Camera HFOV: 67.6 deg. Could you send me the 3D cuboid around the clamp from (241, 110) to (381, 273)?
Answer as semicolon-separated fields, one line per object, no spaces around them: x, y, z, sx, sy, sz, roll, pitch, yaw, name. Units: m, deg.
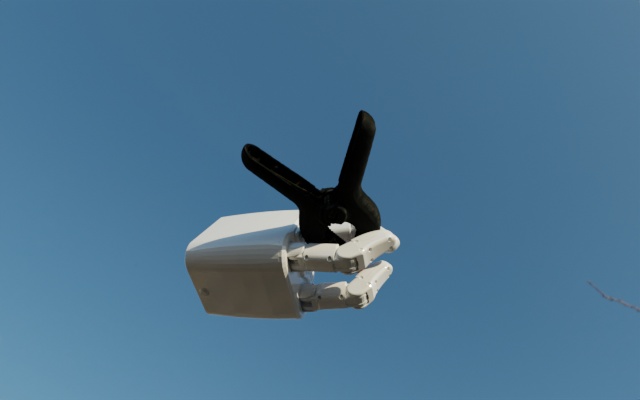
0.000;0.001;0.450;0.120;0.172;0.039;-4;34;13;clamp
